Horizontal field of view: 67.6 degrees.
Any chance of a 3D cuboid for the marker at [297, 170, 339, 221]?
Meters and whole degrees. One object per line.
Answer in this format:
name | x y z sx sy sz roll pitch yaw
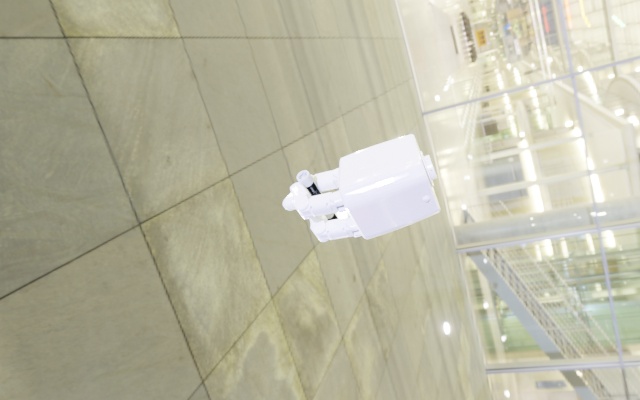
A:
marker | 0.000 0.002 0.683 0.020 0.020 0.121 0 -37 30
